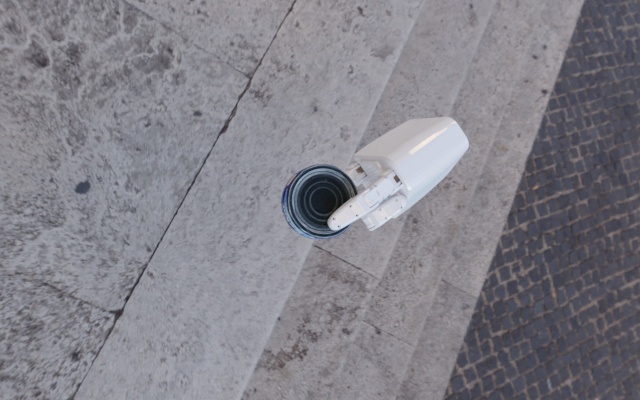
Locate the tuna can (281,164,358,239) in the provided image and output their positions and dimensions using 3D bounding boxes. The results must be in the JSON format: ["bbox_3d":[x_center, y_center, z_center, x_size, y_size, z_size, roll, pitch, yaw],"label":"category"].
[{"bbox_3d":[0.000,0.002,0.546,0.086,0.086,0.034,0,-4,-15],"label":"tuna can"}]
